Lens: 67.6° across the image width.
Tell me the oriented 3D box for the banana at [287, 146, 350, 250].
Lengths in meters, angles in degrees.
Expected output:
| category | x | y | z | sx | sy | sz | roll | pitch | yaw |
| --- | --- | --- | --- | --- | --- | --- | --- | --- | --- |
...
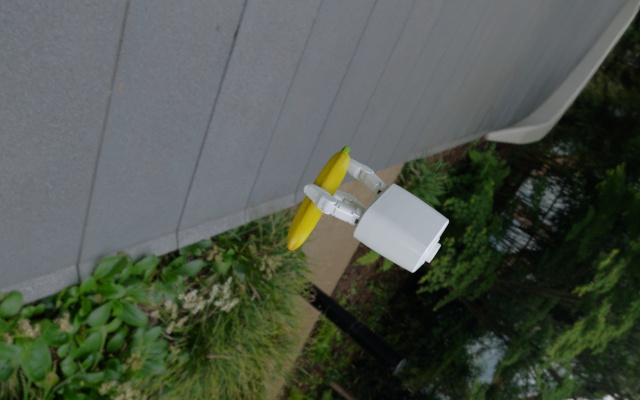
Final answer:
| category | x | y | z | sx | sy | sz | roll | pitch | yaw |
| --- | --- | --- | --- | --- | --- | --- | --- | --- | --- |
| banana | -0.002 | -0.002 | 0.771 | 0.037 | 0.198 | 0.069 | 32 | 1 | 12 |
